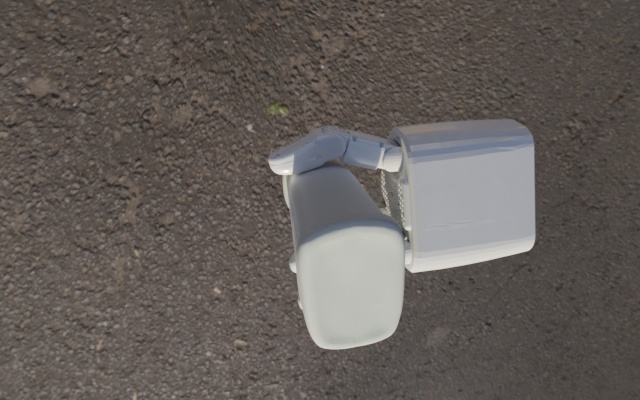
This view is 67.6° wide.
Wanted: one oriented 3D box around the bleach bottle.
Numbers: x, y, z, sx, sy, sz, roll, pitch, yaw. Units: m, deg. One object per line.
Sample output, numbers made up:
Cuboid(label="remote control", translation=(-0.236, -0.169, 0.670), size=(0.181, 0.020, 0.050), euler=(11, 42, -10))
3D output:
Cuboid(label="bleach bottle", translation=(0.000, 0.001, 0.404), size=(0.068, 0.103, 0.250), euler=(-8, 28, -7))
